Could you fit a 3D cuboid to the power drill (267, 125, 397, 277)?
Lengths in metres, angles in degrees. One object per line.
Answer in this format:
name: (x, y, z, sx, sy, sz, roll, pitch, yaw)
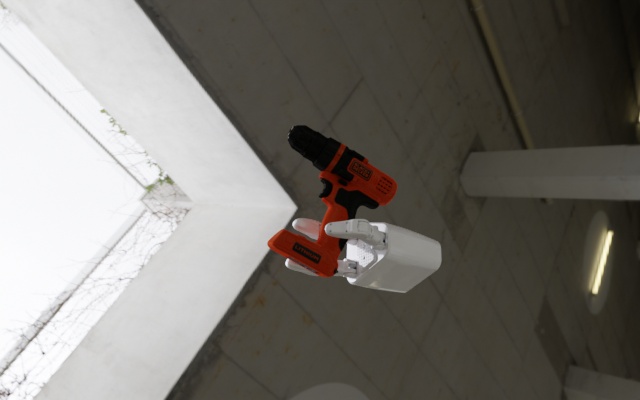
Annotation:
power drill: (0.000, 0.003, 0.697, 0.184, 0.187, 0.057, 31, -12, -6)
